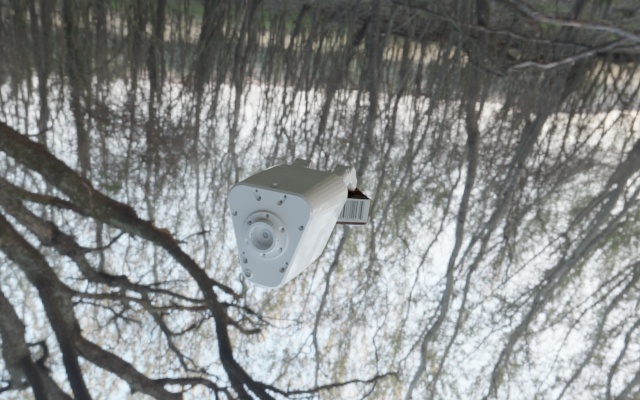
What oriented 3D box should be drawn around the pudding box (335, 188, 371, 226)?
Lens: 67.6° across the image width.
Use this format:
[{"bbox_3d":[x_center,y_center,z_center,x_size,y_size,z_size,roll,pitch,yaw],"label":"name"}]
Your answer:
[{"bbox_3d":[0.000,0.002,0.627,0.113,0.039,0.090,5,12,-10],"label":"pudding box"}]
